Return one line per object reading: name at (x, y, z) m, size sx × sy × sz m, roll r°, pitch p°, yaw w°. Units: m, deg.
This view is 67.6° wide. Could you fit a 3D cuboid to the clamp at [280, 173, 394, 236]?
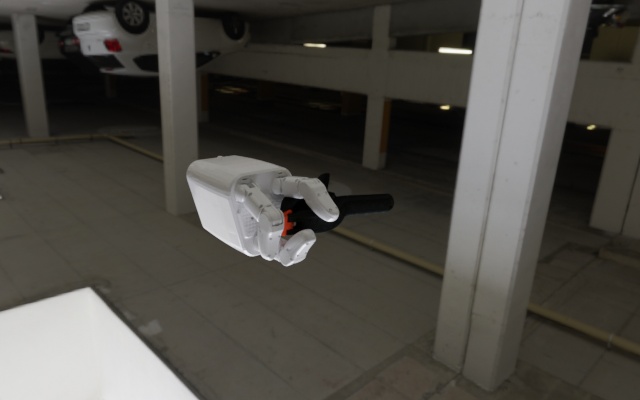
clamp at (0.000, 0.003, 0.615) m, size 0.171 × 0.039 × 0.120 m, roll -14°, pitch 24°, yaw -43°
